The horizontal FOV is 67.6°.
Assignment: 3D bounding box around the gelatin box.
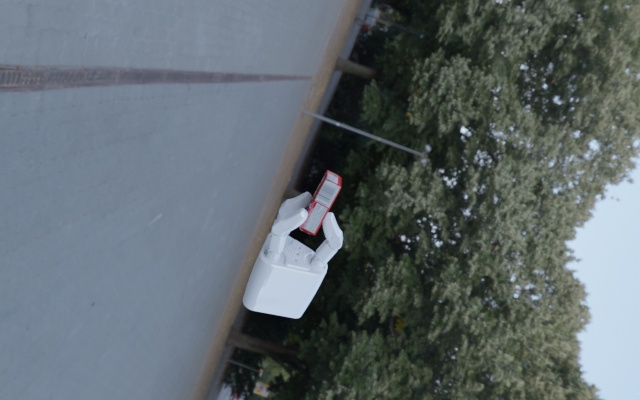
[{"bbox_3d":[0.001,0.002,0.743,0.030,0.089,0.073,28,14,-4],"label":"gelatin box"}]
